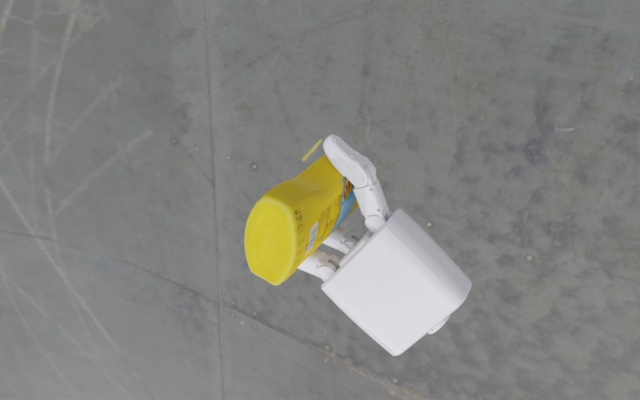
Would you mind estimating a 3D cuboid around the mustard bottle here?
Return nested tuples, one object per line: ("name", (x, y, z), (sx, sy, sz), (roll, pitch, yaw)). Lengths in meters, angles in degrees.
("mustard bottle", (0.000, 0.002, 0.502), (0.058, 0.096, 0.191), (25, 35, 20))
